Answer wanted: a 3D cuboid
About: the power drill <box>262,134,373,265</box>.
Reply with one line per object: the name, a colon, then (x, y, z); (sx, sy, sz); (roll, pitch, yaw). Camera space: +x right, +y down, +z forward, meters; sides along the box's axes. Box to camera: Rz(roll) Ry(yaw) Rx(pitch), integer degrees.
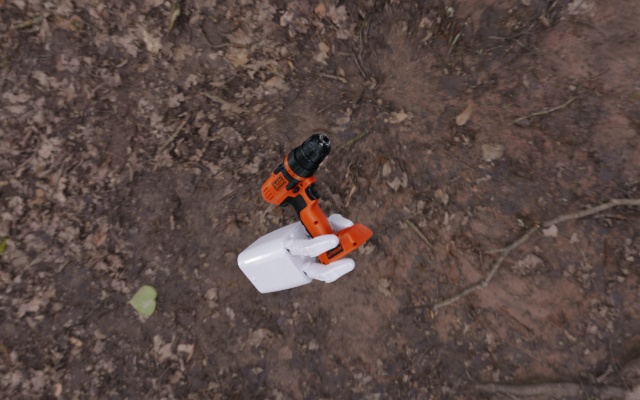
power drill: (0.000, 0.003, 0.781); (0.057, 0.187, 0.184); (-33, -5, -42)
